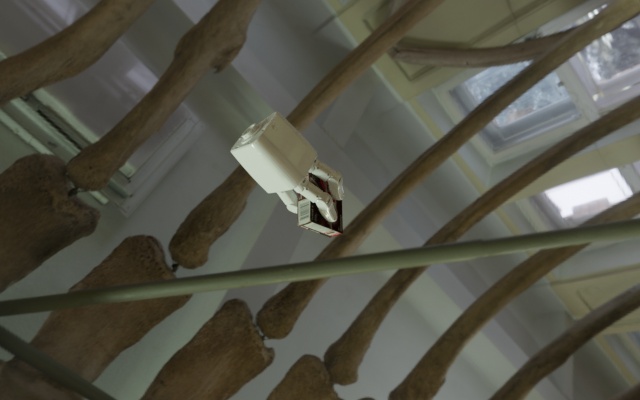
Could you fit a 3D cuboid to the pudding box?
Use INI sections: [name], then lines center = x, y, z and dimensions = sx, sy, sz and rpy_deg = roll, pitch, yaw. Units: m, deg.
[pudding box]
center = 0.000, 0.003, 0.883
dimensions = 0.039, 0.113, 0.090
rpy_deg = -18, -29, 40
